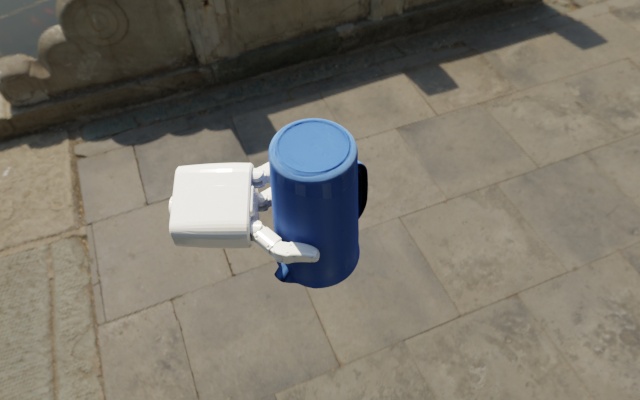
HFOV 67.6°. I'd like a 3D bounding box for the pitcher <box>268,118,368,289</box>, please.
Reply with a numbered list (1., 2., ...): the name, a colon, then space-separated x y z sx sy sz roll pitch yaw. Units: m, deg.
1. pitcher: 0.000 0.002 0.666 0.145 0.149 0.243 0 -38 1
